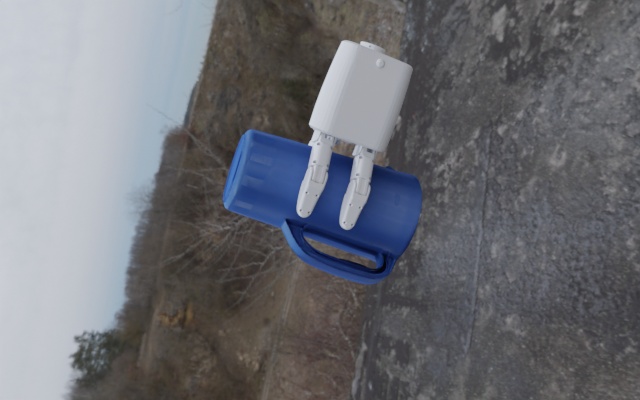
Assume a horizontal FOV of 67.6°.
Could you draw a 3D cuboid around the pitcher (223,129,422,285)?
[{"bbox_3d":[0.000,0.002,0.630,0.243,0.145,0.149,17,12,-16],"label":"pitcher"}]
